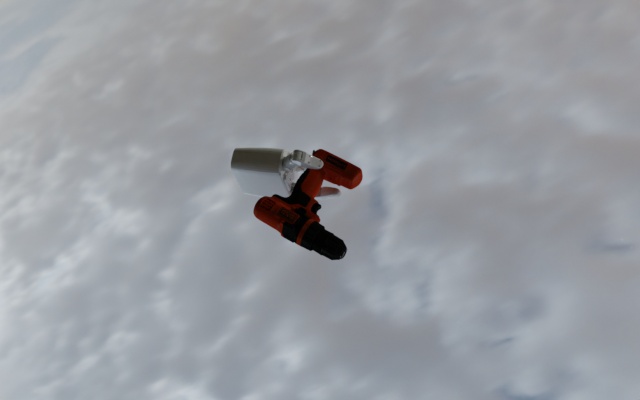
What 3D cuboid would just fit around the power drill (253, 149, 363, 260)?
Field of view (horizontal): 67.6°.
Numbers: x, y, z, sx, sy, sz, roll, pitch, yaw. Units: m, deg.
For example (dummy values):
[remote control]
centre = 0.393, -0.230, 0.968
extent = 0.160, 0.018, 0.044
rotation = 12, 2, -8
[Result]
[power drill]
centre = 0.000, 0.002, 0.866
extent = 0.184, 0.187, 0.057
rotation = 29, -32, 15
